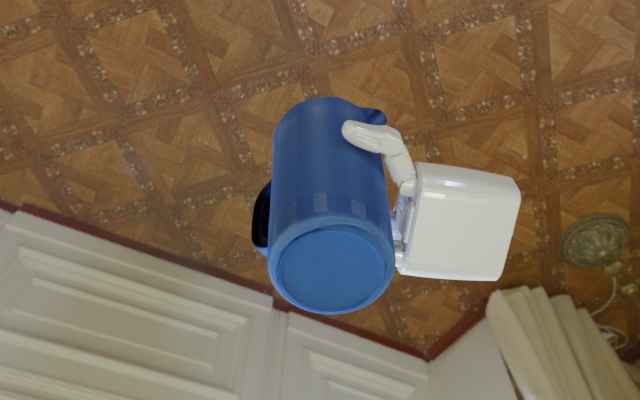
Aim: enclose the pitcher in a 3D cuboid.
[{"bbox_3d":[0.000,0.002,0.496,0.145,0.149,0.242,7,32,-5],"label":"pitcher"}]
